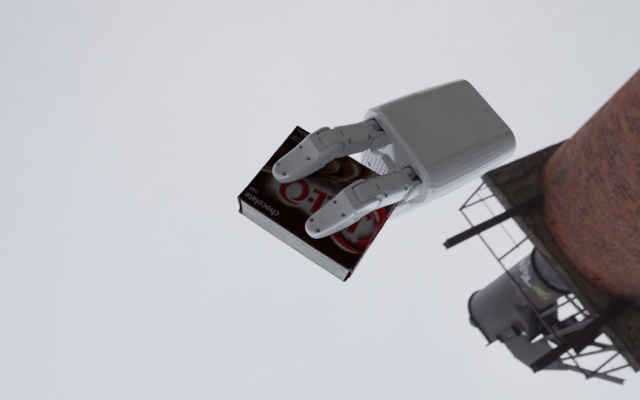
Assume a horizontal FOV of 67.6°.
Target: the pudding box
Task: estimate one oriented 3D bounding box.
[{"bbox_3d":[0.000,0.001,0.409,0.113,0.090,0.039,31,-28,10],"label":"pudding box"}]
